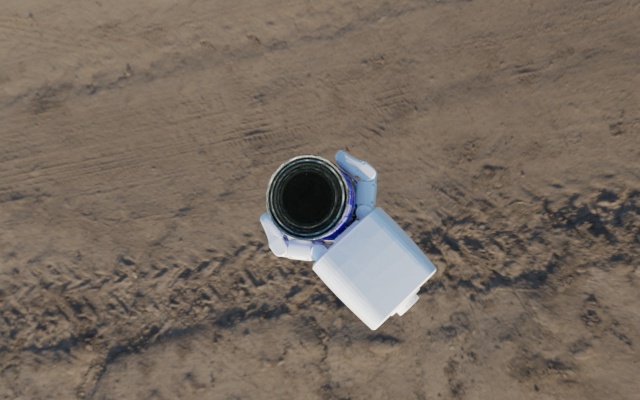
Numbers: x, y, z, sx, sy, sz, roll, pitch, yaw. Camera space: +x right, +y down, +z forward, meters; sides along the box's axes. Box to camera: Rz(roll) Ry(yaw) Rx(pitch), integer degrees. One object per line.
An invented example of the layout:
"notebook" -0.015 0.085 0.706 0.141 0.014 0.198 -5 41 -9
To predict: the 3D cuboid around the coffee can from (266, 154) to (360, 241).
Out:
"coffee can" 0.000 0.002 0.628 0.103 0.103 0.140 0 -5 14
